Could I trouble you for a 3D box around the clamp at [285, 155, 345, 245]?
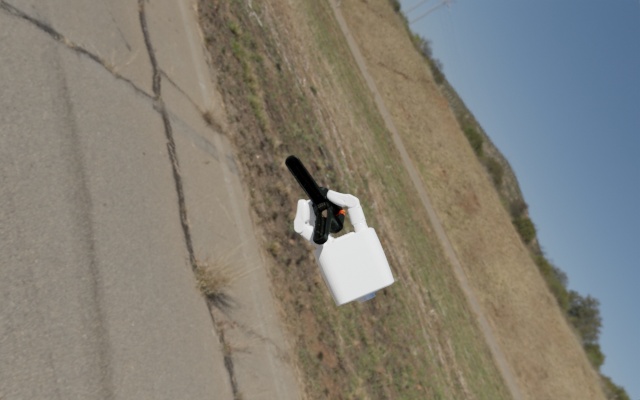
[{"bbox_3d":[0.001,0.003,0.885,0.036,0.164,0.210,-24,-10,14],"label":"clamp"}]
